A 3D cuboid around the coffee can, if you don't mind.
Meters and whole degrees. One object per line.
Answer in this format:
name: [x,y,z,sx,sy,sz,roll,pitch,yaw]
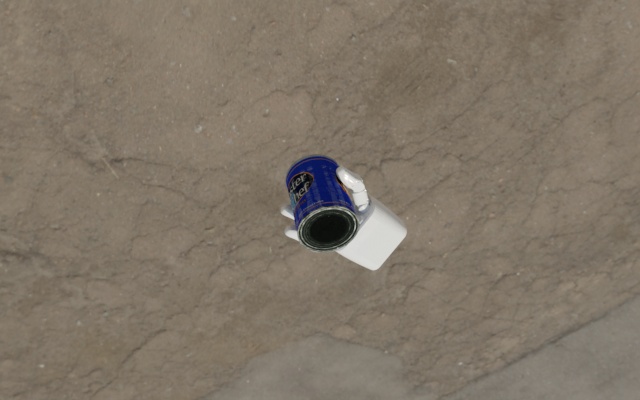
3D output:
coffee can: [0.000,0.002,0.812,0.103,0.103,0.140,0,40,-14]
